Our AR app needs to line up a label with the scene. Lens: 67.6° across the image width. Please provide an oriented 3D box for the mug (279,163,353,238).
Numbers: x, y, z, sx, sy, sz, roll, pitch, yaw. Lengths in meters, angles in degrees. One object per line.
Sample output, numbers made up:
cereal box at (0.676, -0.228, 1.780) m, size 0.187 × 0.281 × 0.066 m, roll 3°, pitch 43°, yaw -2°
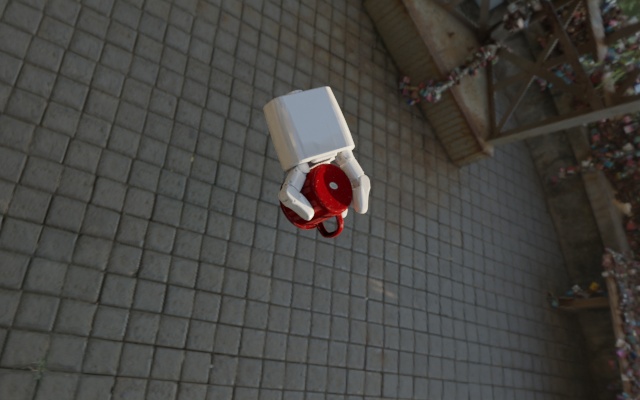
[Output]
mug at (0.001, 0.004, 0.746) m, size 0.093 × 0.117 × 0.081 m, roll -19°, pitch -4°, yaw -41°
